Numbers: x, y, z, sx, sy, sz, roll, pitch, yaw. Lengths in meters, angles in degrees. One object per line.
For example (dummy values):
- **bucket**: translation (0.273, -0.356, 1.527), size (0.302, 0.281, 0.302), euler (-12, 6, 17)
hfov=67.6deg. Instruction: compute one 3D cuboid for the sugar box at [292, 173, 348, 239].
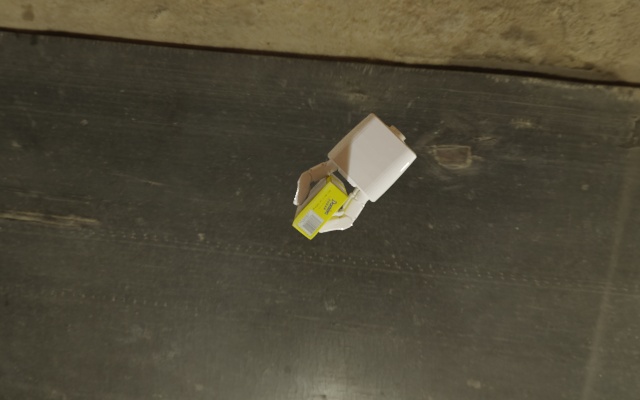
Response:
- **sugar box**: translation (0.001, 0.003, 0.826), size (0.048, 0.093, 0.176), euler (42, 8, -3)
